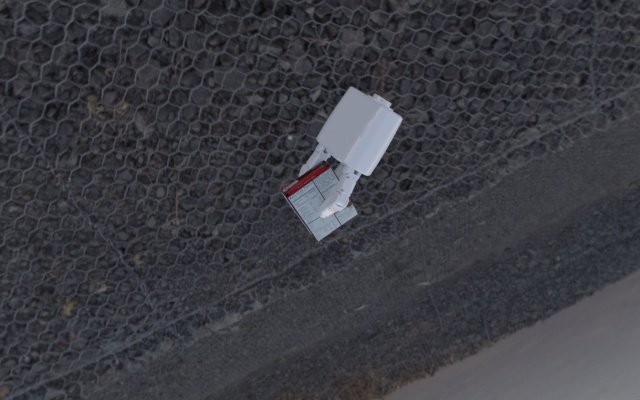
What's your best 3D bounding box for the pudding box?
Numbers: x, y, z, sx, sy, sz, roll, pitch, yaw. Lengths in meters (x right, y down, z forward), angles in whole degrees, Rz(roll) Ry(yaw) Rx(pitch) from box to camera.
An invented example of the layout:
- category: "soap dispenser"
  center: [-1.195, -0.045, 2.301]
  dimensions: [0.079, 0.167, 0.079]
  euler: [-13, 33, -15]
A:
- category: "pudding box"
  center: [0.000, 0.003, 0.800]
  dimensions: [0.090, 0.113, 0.039]
  euler: [-34, 30, -3]
